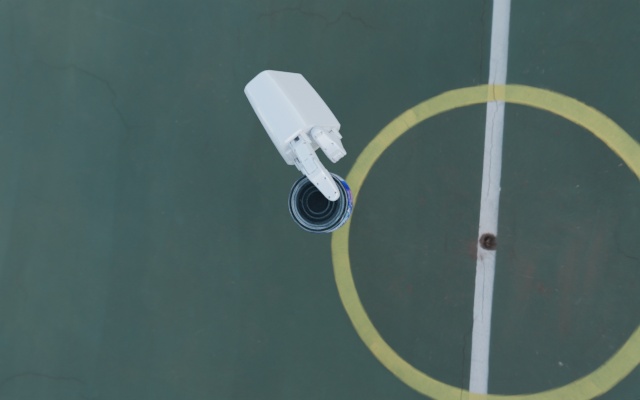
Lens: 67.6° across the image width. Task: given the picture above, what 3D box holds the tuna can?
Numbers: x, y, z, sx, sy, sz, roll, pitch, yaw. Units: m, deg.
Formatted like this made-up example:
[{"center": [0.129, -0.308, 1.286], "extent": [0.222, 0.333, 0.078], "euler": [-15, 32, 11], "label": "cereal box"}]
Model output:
[{"center": [0.000, 0.002, 0.653], "extent": [0.086, 0.086, 0.034], "euler": [0, -1, 15], "label": "tuna can"}]
